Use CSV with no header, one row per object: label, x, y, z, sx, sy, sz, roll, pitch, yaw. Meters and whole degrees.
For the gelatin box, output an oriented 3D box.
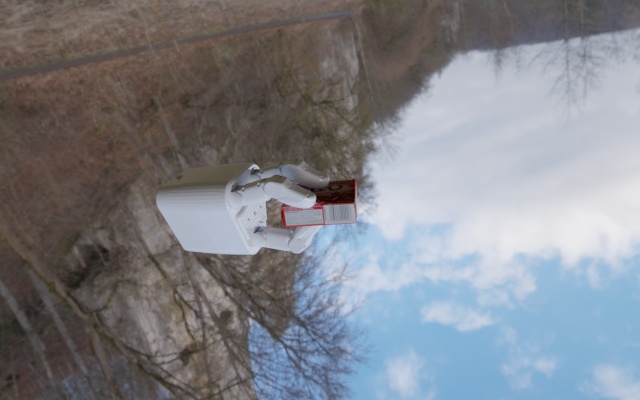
gelatin box,0.000,0.002,0.586,0.089,0.030,0.073,-3,24,6
